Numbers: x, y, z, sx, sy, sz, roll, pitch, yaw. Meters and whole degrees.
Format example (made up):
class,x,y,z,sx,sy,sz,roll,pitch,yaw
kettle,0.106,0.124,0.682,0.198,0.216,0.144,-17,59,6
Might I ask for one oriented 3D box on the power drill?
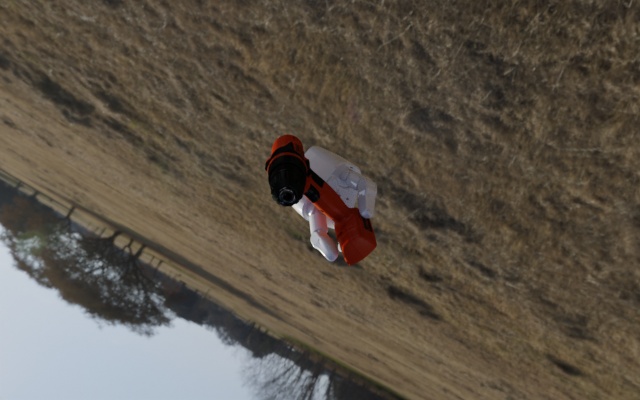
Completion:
class,x,y,z,sx,sy,sz,roll,pitch,yaw
power drill,0.000,0.002,0.660,0.057,0.188,0.184,-36,23,15
